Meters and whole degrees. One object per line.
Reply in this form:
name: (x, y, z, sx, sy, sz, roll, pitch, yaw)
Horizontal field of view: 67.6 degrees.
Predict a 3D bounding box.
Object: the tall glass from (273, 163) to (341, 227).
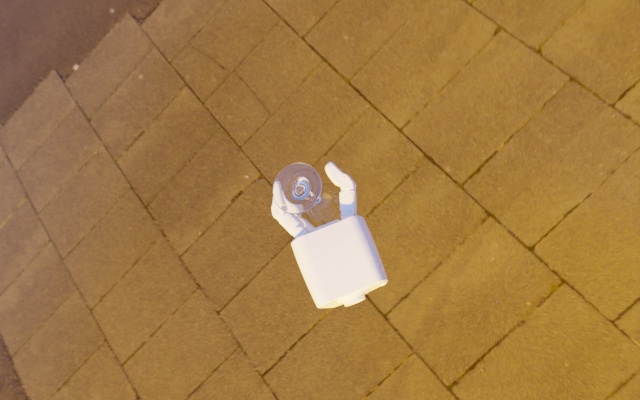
tall glass: (0.000, 0.002, 0.760, 0.079, 0.079, 0.201, 0, -11, 20)
